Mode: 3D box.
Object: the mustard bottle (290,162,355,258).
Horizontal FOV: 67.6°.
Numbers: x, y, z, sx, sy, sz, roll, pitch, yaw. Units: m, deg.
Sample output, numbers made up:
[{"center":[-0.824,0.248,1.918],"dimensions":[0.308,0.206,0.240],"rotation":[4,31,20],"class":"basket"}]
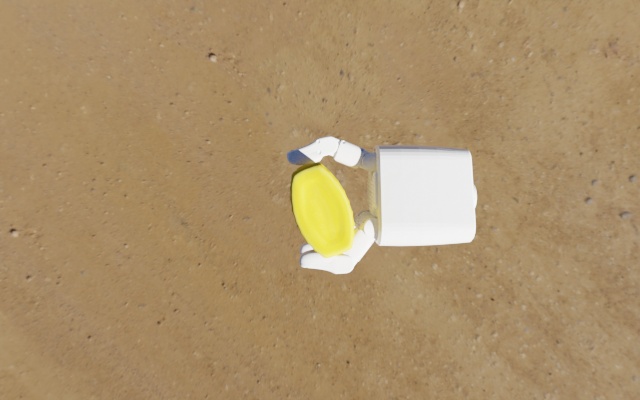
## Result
[{"center":[0.000,0.002,0.567],"dimensions":[0.058,0.096,0.191],"rotation":[-23,6,1],"class":"mustard bottle"}]
